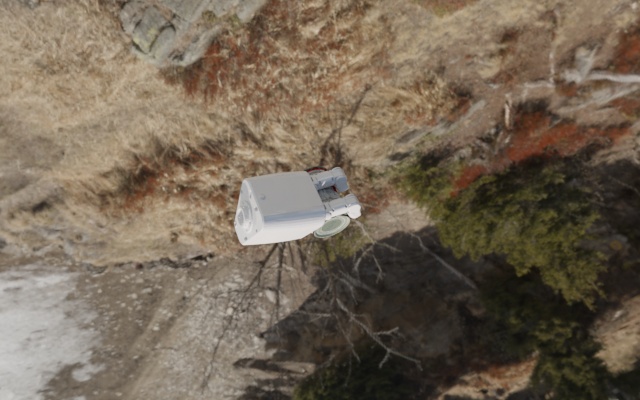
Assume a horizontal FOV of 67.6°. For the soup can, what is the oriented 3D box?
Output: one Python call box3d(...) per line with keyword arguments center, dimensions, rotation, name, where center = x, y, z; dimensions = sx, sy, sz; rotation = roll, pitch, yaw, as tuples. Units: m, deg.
box3d(center=(0.001, 0.003, 0.803), dimensions=(0.068, 0.102, 0.068), rotation=(-20, -28, -11), name="soup can")
